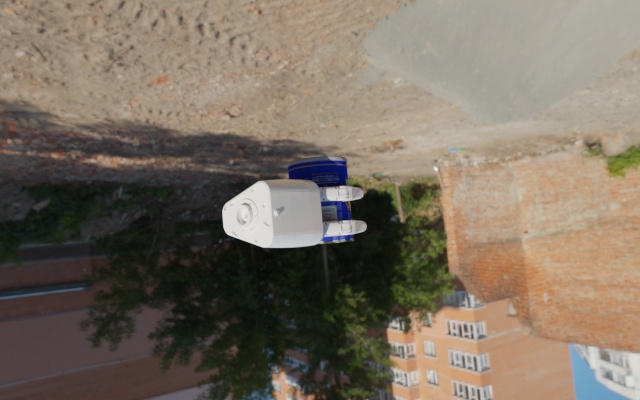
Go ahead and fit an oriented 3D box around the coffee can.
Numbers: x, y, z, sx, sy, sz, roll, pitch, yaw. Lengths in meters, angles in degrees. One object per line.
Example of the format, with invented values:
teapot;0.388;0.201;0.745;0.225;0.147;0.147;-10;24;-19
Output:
coffee can;0.000;0.003;0.810;0.103;0.140;0.103;-5;-4;0
